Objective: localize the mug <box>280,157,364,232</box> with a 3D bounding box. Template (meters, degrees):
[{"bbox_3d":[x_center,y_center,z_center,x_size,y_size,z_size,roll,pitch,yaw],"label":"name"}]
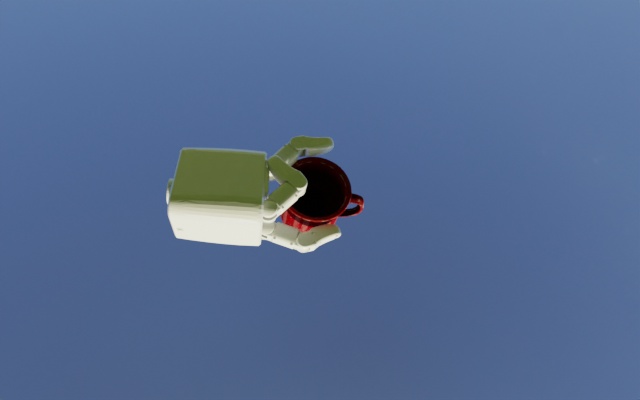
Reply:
[{"bbox_3d":[0.002,0.002,0.647,0.117,0.093,0.081,5,-26,-8],"label":"mug"}]
